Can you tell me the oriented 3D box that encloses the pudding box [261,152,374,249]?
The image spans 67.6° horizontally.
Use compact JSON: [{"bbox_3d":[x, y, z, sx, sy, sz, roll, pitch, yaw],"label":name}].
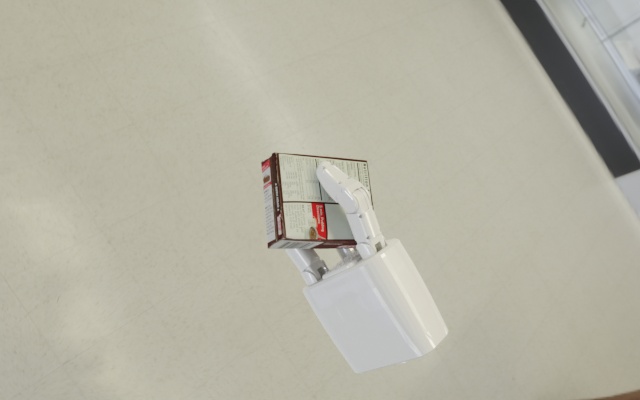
[{"bbox_3d":[0.000,0.002,0.483,0.113,0.090,0.039,3,-18,-32],"label":"pudding box"}]
